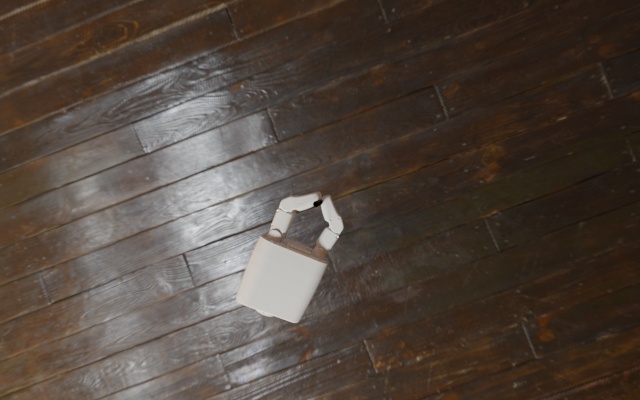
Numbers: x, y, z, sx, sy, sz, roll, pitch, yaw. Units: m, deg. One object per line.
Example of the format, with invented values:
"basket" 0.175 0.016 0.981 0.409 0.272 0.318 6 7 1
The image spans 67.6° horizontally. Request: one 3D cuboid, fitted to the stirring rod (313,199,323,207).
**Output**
"stirring rod" 0.000 0.002 0.737 0.011 0.011 0.239 0 1 3
